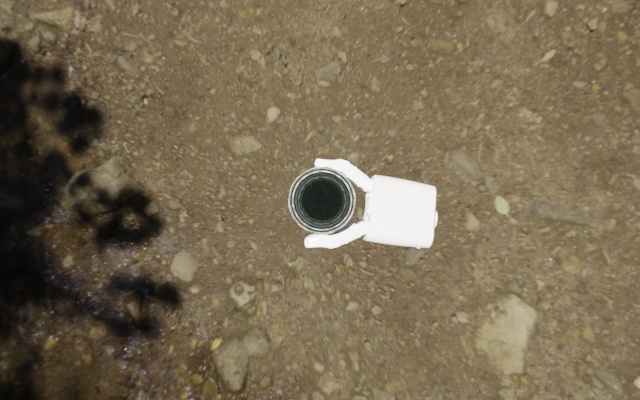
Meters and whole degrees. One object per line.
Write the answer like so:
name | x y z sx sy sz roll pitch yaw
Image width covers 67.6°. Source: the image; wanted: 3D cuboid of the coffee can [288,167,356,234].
coffee can | 0.000 0.002 0.787 0.103 0.103 0.140 0 -2 -2
